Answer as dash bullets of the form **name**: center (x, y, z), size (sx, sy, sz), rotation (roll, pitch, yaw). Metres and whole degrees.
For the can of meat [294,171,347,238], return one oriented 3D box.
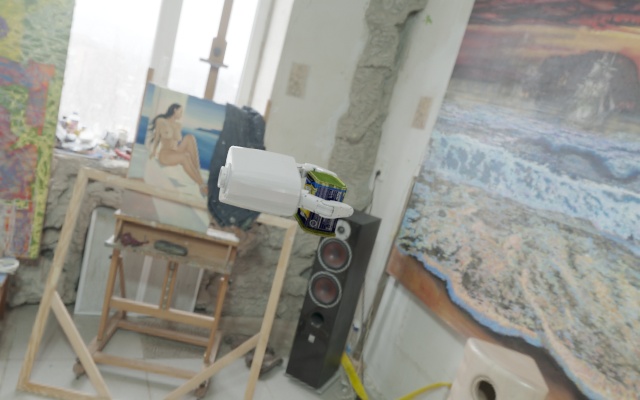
- **can of meat**: center (0.000, 0.002, 0.773), size (0.057, 0.084, 0.102), rotation (12, 13, -16)
